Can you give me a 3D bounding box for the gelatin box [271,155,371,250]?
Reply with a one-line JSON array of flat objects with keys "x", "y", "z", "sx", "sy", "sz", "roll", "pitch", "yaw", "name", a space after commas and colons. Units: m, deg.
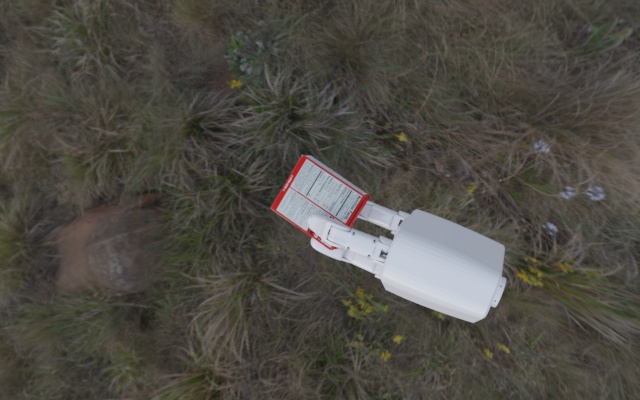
[{"x": 0.000, "y": 0.002, "z": 0.538, "sx": 0.089, "sy": 0.073, "sz": 0.030, "roll": 34, "pitch": 13, "yaw": 12, "name": "gelatin box"}]
